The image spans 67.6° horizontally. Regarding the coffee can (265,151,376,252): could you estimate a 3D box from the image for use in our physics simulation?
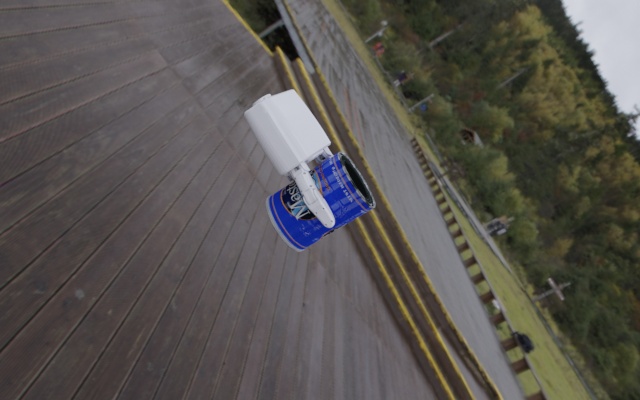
[{"bbox_3d":[0.000,0.003,0.749,0.140,0.103,0.103,-32,-9,15],"label":"coffee can"}]
